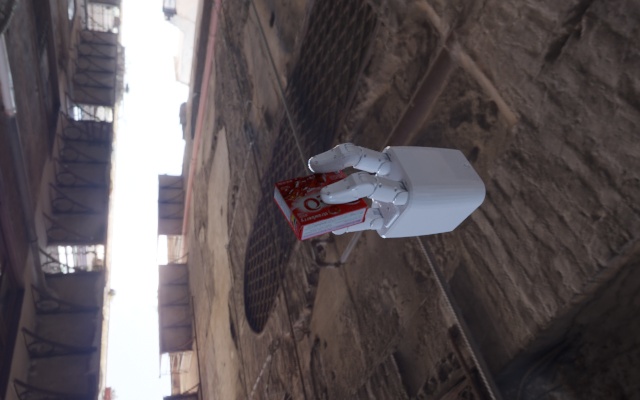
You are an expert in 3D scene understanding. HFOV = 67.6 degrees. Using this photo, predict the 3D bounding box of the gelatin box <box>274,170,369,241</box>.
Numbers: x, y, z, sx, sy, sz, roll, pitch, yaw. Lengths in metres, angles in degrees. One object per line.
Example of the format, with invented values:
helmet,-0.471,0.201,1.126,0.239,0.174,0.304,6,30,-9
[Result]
gelatin box,0.000,0.002,0.556,0.089,0.030,0.073,-15,49,-24
